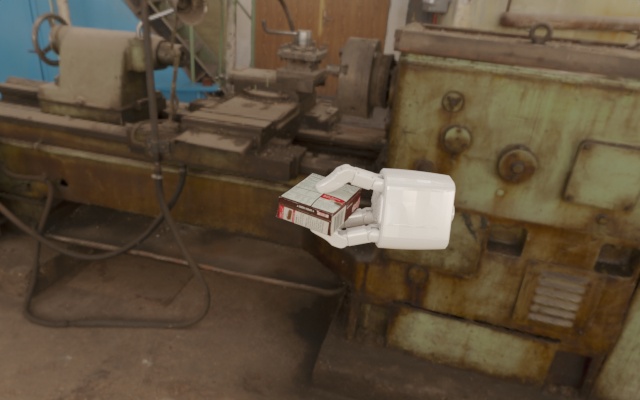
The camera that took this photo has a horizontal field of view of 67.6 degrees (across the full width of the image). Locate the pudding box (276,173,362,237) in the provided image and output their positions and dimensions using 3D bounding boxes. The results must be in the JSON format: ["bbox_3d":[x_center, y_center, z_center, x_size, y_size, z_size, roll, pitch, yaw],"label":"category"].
[{"bbox_3d":[0.000,0.002,0.717,0.090,0.039,0.113,18,27,20],"label":"pudding box"}]
